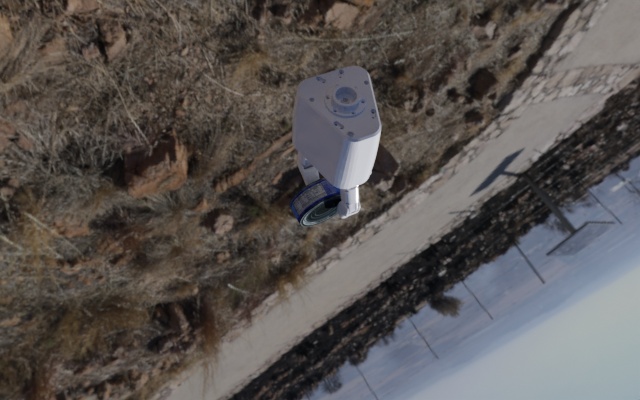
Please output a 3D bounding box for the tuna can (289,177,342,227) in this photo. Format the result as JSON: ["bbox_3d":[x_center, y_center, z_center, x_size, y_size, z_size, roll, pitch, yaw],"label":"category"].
[{"bbox_3d":[0.000,0.003,0.696,0.086,0.033,0.086,-25,-20,-10],"label":"tuna can"}]
